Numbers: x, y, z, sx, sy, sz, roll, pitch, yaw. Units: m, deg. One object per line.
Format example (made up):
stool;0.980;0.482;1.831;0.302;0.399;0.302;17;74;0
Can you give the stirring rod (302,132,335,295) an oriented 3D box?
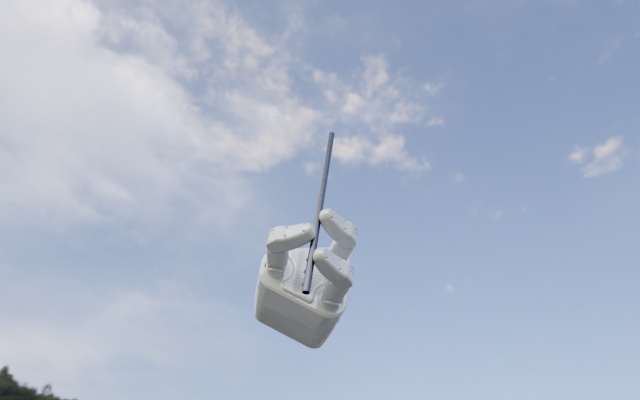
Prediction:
stirring rod;0.000;0.002;0.551;0.011;0.239;0.011;5;-41;5
